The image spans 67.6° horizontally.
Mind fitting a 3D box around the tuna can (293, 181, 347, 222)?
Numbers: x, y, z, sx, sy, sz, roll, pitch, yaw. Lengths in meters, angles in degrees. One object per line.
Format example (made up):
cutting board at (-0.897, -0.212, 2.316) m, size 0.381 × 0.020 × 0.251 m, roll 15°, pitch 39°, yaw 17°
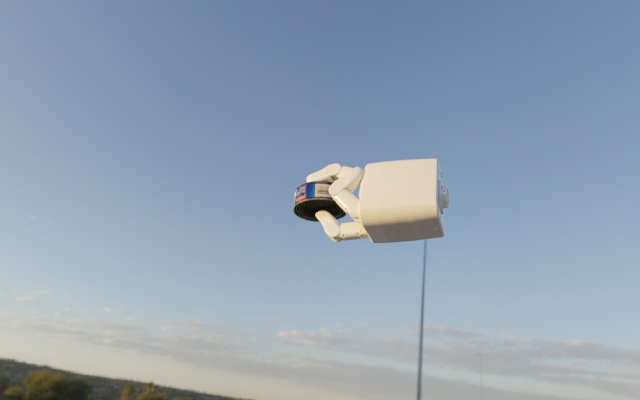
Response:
tuna can at (0.000, 0.002, 0.759) m, size 0.086 × 0.033 × 0.086 m, roll 1°, pitch -26°, yaw 1°
